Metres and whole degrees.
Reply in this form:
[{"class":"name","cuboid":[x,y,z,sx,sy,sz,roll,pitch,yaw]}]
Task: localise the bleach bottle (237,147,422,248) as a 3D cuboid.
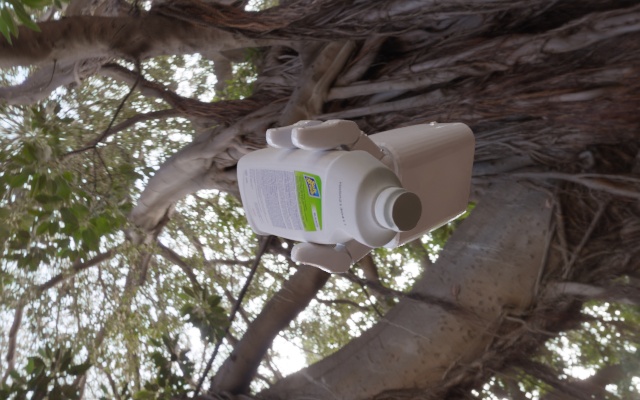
[{"class":"bleach bottle","cuboid":[0.000,0.001,0.447,0.068,0.102,0.251,-20,17,-27]}]
